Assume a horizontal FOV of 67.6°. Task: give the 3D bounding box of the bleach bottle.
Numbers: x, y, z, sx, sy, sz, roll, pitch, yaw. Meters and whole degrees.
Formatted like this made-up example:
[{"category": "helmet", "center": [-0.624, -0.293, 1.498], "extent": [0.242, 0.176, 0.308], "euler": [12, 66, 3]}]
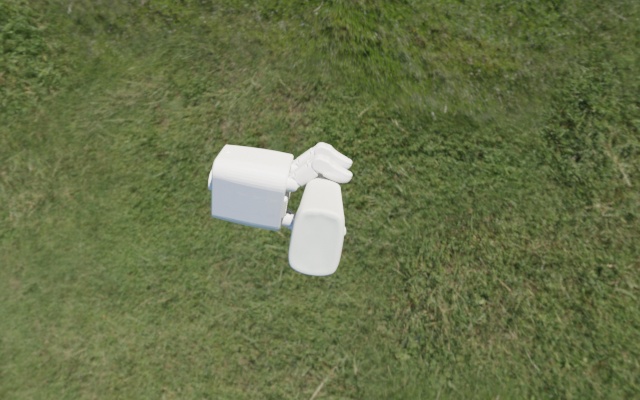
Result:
[{"category": "bleach bottle", "center": [0.000, 0.002, 0.715], "extent": [0.068, 0.103, 0.250], "euler": [9, 24, -2]}]
